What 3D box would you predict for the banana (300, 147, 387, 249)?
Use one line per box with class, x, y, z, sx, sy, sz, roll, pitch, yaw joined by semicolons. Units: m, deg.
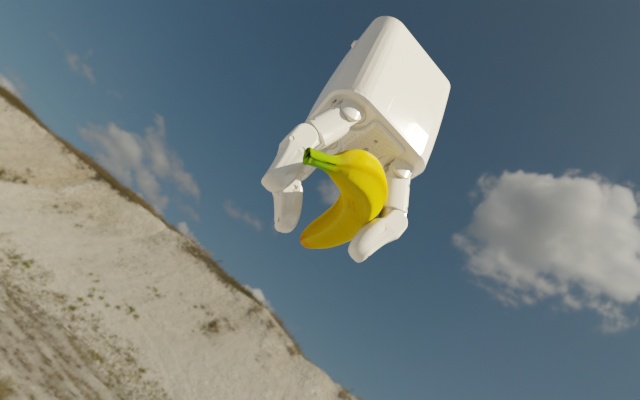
banana;0.019;0.003;0.415;0.069;0.037;0.198;10;-25;1
